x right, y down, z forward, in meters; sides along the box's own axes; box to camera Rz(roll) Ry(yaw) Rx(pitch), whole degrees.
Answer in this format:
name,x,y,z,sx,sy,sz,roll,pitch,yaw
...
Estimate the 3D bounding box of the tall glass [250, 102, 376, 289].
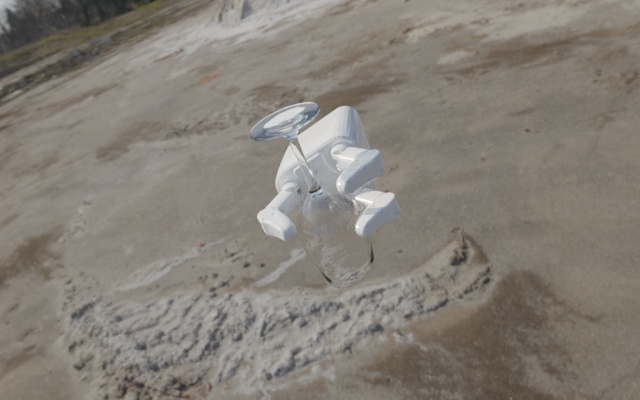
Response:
name,x,y,z,sx,sy,sz,roll,pitch,yaw
tall glass,0.000,0.001,0.512,0.079,0.201,0.079,-18,29,10
